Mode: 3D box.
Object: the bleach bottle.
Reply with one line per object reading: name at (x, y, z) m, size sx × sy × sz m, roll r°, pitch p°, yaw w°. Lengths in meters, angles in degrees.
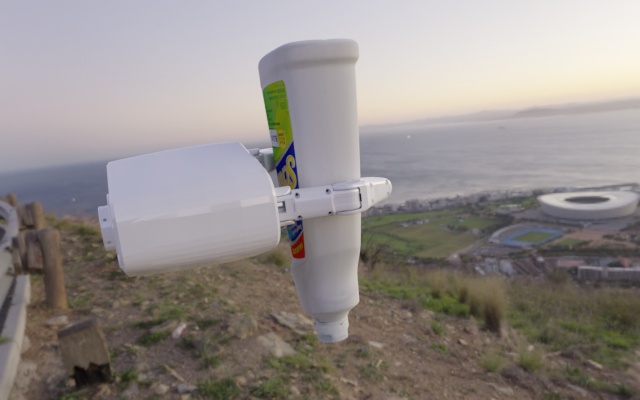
bleach bottle at (0.000, 0.001, 0.407) m, size 0.068 × 0.251 × 0.102 m, roll -10°, pitch 10°, yaw -20°
